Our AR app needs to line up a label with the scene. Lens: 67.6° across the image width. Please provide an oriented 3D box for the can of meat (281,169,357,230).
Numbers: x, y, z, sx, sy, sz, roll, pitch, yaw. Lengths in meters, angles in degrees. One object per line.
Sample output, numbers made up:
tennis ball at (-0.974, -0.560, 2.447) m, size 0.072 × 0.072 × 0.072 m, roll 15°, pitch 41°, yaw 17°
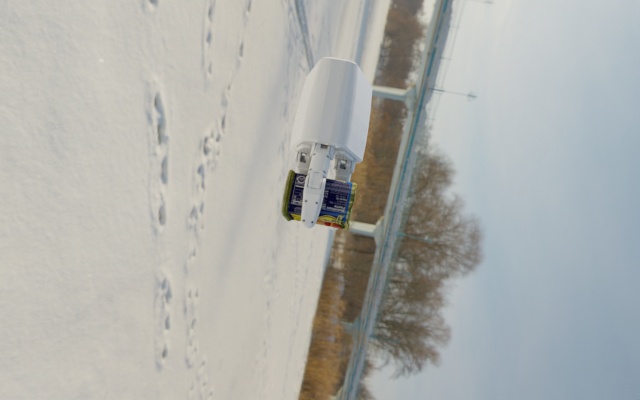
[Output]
can of meat at (0.000, 0.002, 0.611) m, size 0.084 × 0.057 × 0.102 m, roll 10°, pitch -9°, yaw 3°
